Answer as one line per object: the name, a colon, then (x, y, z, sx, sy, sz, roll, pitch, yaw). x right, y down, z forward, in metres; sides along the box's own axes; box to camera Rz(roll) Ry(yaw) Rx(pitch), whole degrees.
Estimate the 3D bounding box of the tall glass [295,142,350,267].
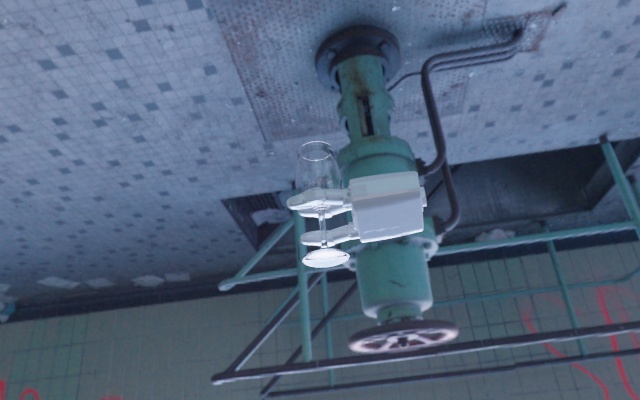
tall glass: (0.000, 0.003, 0.785, 0.079, 0.201, 0.079, -5, -27, -2)
